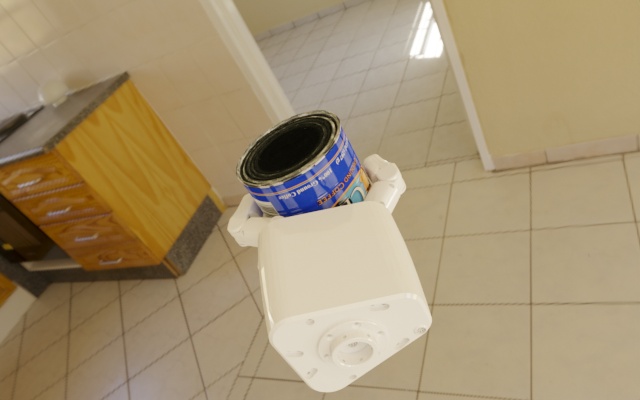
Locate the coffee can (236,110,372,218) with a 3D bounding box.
[{"bbox_3d":[0.000,0.001,0.455,0.103,0.140,0.102,-20,36,15],"label":"coffee can"}]
